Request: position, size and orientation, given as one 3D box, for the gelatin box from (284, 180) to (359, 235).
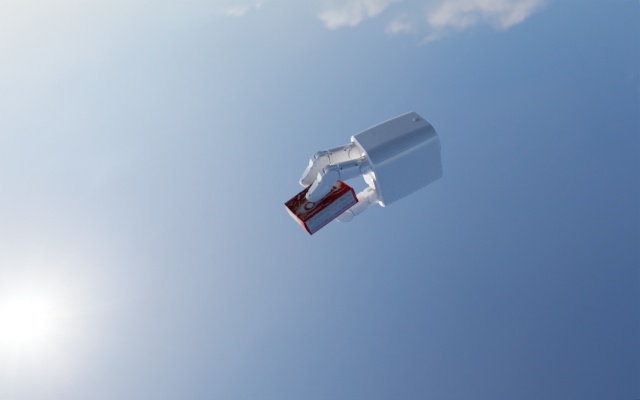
[{"bbox_3d":[0.000,0.003,0.703,0.089,0.030,0.073,-36,34,-10],"label":"gelatin box"}]
